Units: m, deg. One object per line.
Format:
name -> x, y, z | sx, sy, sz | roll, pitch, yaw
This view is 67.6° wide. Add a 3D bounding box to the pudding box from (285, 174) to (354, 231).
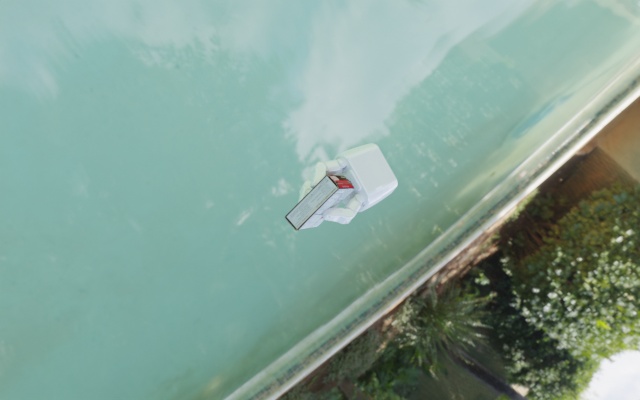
pudding box -> 0.000, 0.003, 0.857 | 0.113, 0.039, 0.090 | -47, -15, 16
